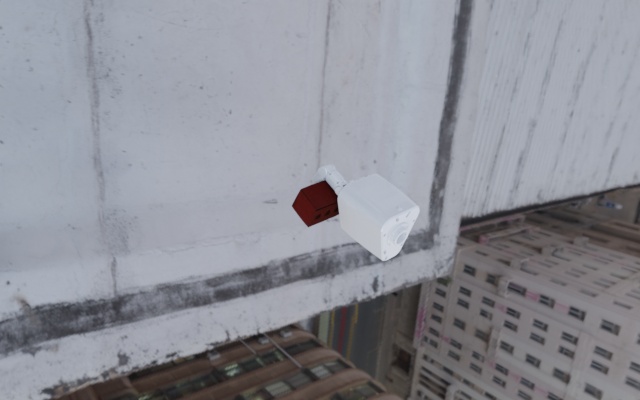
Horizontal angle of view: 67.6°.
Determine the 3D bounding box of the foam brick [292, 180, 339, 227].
[{"bbox_3d":[0.000,0.003,0.841,0.078,0.051,0.053,-21,-25,-34],"label":"foam brick"}]
